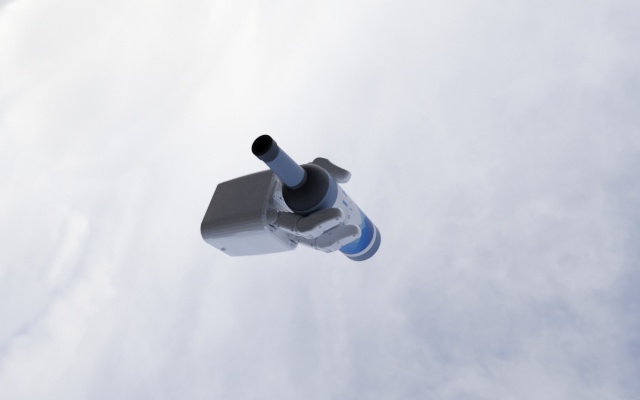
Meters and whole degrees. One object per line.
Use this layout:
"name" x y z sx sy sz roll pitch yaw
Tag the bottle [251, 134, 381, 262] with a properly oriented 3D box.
"bottle" 0.000 0.002 0.629 0.069 0.069 0.296 0 -25 28
